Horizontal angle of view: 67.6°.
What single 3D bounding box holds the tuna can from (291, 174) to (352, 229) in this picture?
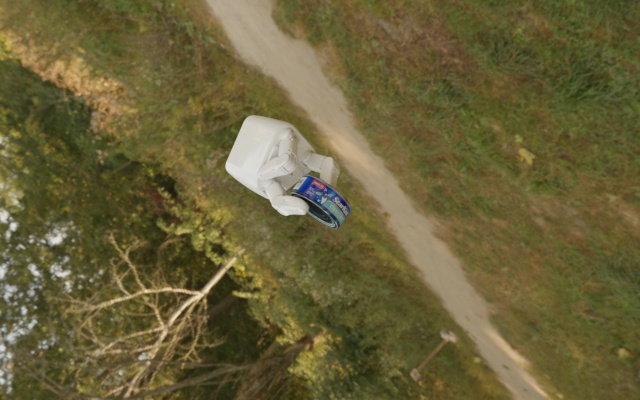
[{"bbox_3d":[0.000,0.003,0.677,0.086,0.033,0.086,34,-14,10],"label":"tuna can"}]
